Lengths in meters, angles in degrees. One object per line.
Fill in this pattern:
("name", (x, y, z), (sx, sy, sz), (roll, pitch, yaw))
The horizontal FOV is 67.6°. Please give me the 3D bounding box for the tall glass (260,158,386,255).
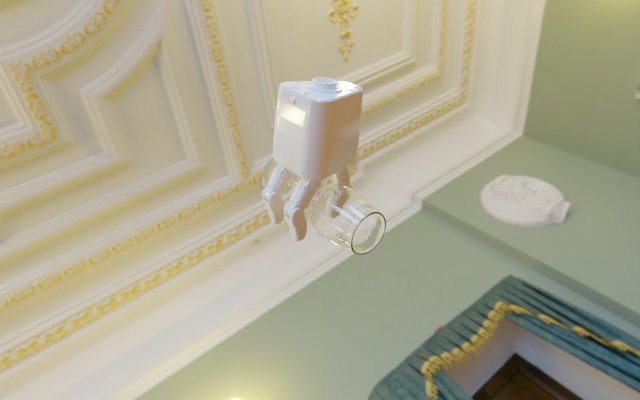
("tall glass", (0.000, 0.002, 0.676), (0.079, 0.079, 0.201), (0, 24, -44))
